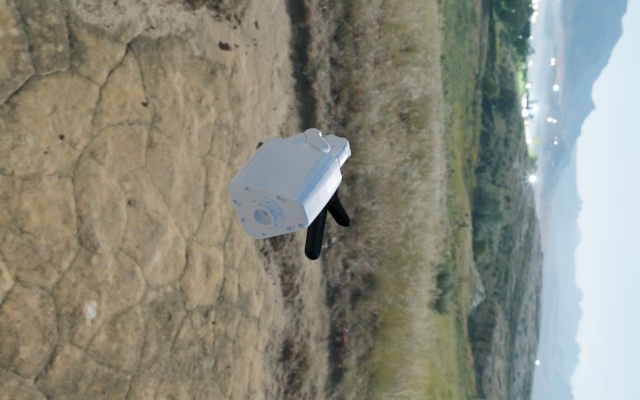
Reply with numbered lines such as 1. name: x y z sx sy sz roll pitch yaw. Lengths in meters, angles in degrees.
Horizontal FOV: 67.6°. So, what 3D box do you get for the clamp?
1. clamp: 0.001 0.002 0.720 0.039 0.172 0.120 2 36 27
